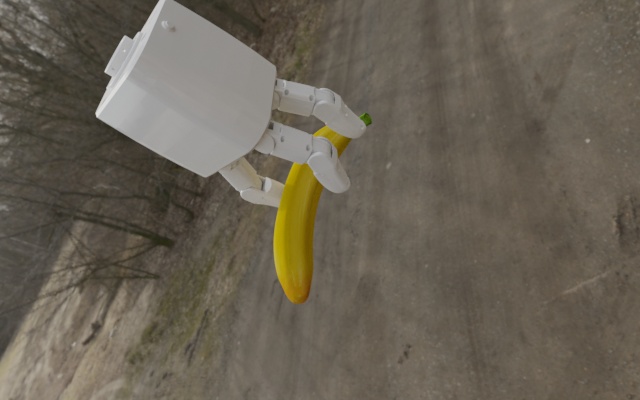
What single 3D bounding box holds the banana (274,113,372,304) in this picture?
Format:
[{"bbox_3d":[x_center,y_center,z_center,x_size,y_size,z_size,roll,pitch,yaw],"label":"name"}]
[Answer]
[{"bbox_3d":[-0.011,0.000,0.456,0.037,0.197,0.069,32,-23,-33],"label":"banana"}]
